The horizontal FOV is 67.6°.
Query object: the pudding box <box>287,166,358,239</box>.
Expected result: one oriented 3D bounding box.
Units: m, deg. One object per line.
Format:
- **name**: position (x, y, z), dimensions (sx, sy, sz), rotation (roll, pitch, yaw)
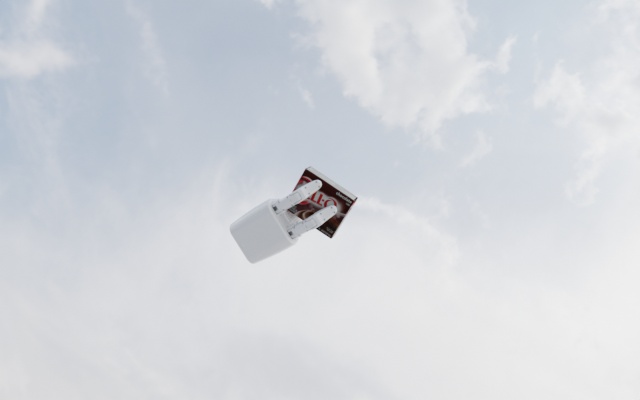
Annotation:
- **pudding box**: position (0.000, 0.003, 0.900), dimensions (0.113, 0.090, 0.039), rotation (32, 21, 5)
